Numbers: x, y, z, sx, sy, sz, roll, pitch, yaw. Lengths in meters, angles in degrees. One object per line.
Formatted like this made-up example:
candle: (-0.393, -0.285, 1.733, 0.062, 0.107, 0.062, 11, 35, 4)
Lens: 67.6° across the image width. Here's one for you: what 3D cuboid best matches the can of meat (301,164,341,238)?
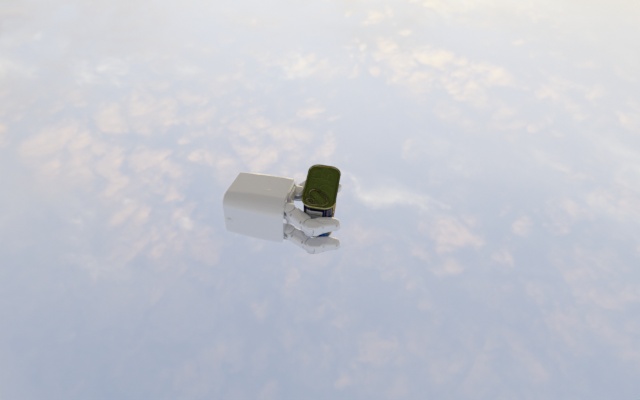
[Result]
can of meat: (0.000, 0.003, 0.828, 0.057, 0.102, 0.084, 8, -43, 4)
